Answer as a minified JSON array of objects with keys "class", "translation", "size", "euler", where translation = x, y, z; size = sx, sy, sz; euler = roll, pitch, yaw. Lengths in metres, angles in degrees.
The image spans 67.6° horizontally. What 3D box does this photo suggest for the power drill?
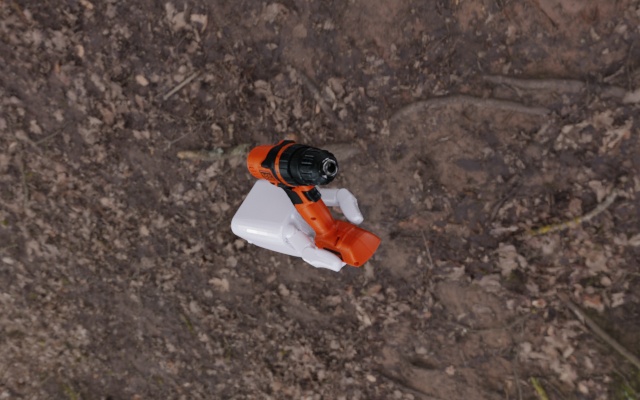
[{"class":"power drill","translation":[0.000,0.002,0.621],"size":[0.057,0.188,0.184],"euler":[-45,28,-18]}]
